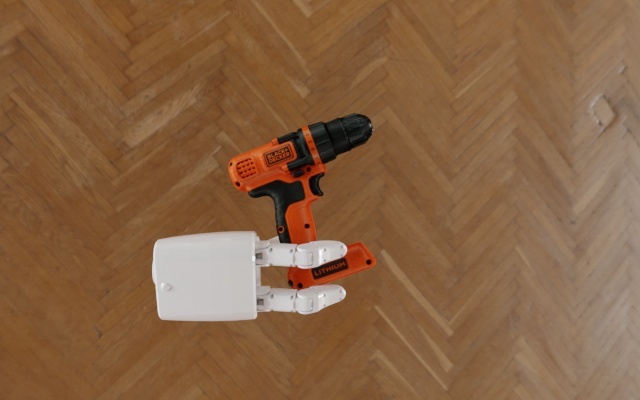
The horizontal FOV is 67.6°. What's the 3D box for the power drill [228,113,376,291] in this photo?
[{"bbox_3d":[0.000,0.002,0.579,0.184,0.187,0.057,-21,-7,4],"label":"power drill"}]
